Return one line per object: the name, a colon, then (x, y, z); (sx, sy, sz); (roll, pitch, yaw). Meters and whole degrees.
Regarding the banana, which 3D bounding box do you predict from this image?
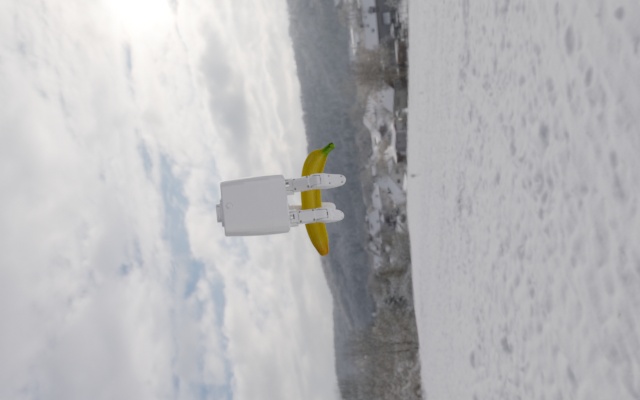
banana: (-0.009, -0.004, 0.840); (0.037, 0.198, 0.069); (-4, 11, -29)
